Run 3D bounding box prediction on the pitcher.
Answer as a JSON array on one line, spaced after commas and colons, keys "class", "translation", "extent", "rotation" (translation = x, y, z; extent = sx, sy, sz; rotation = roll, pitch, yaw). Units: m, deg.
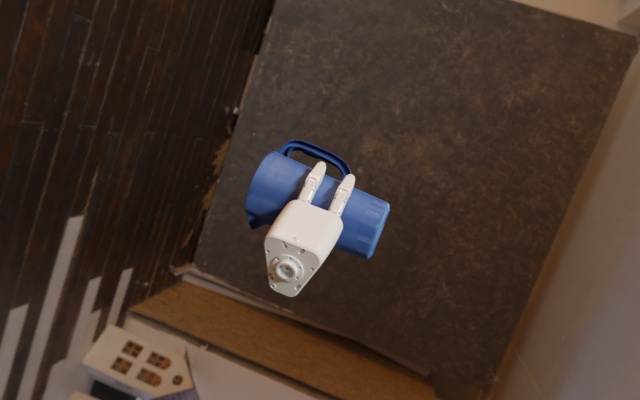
[{"class": "pitcher", "translation": [0.000, 0.003, 0.865], "extent": [0.243, 0.149, 0.145], "rotation": [21, 32, 8]}]
